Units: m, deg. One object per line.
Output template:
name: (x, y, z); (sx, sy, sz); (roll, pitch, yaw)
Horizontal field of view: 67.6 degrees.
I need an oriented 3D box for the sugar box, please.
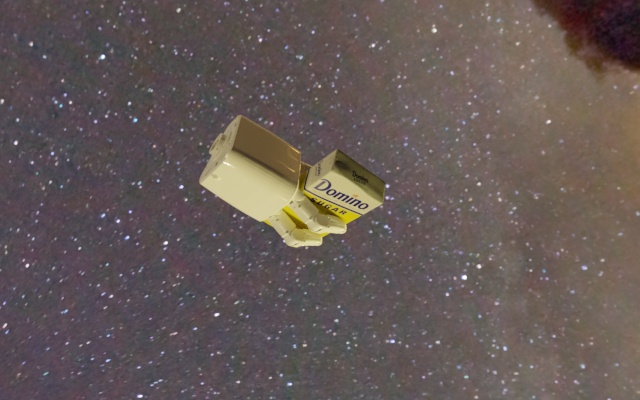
sugar box: (0.000, 0.003, 0.695); (0.093, 0.048, 0.176); (32, -39, -24)
